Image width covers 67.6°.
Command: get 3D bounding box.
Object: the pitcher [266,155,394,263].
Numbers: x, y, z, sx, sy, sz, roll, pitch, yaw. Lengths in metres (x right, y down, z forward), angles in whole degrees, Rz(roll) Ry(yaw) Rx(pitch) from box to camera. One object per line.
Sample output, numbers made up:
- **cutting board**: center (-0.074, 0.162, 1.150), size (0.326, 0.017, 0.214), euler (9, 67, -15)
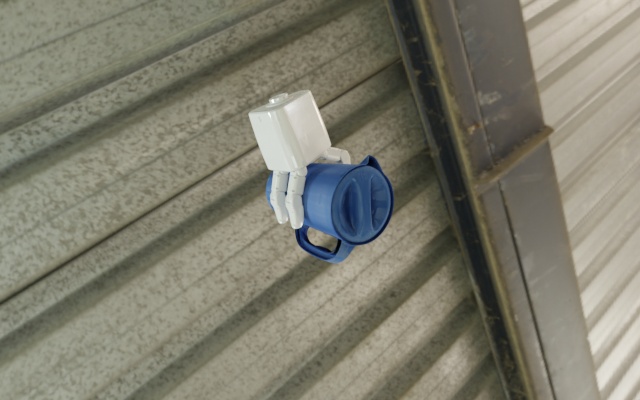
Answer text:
- **pitcher**: center (0.000, 0.003, 0.858), size (0.149, 0.145, 0.243), euler (-33, 25, -27)
